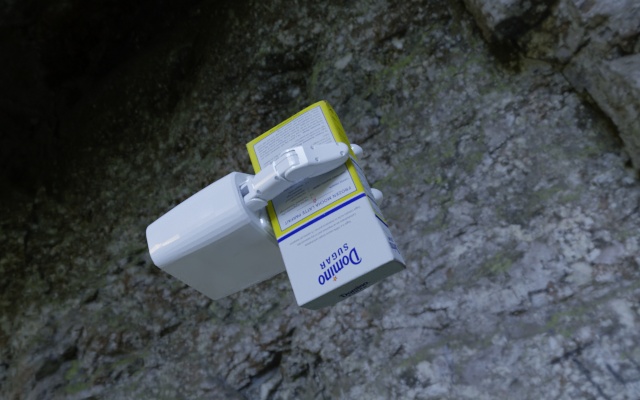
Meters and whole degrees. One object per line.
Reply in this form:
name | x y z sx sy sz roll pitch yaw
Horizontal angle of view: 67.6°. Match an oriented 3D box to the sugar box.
sugar box | 0.000 0.002 0.440 0.093 0.176 0.048 -28 -26 15
